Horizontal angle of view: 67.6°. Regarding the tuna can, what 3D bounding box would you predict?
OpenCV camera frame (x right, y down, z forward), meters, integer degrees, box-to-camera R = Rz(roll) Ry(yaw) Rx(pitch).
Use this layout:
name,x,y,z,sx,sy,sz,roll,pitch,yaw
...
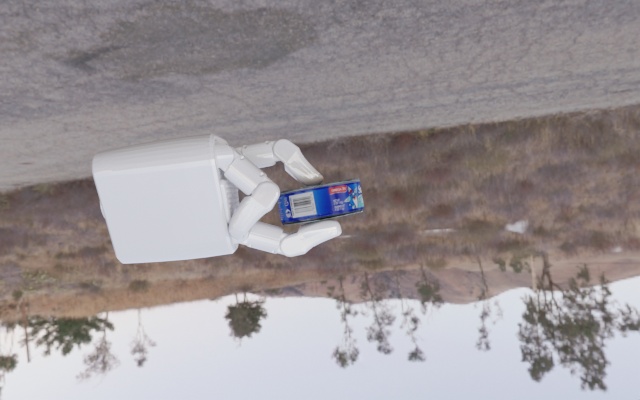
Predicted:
name,x,y,z,sx,sy,sz,roll,pitch,yaw
tuna can,0.000,0.002,0.479,0.086,0.034,0.086,-10,0,0
